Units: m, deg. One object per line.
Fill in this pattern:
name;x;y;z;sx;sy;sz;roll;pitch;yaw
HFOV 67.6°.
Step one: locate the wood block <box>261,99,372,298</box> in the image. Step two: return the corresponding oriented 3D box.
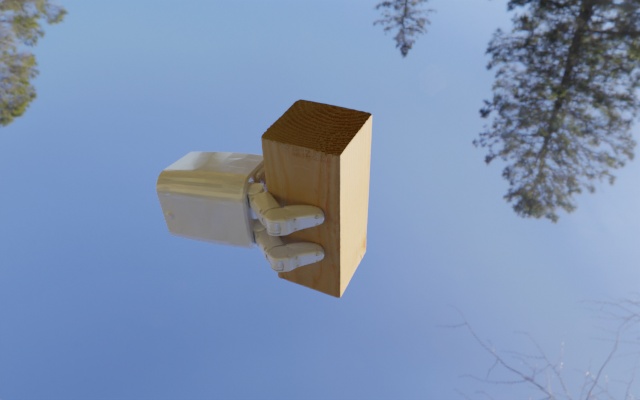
wood block;0.000;0.002;0.552;0.090;0.206;0.090;15;43;19
